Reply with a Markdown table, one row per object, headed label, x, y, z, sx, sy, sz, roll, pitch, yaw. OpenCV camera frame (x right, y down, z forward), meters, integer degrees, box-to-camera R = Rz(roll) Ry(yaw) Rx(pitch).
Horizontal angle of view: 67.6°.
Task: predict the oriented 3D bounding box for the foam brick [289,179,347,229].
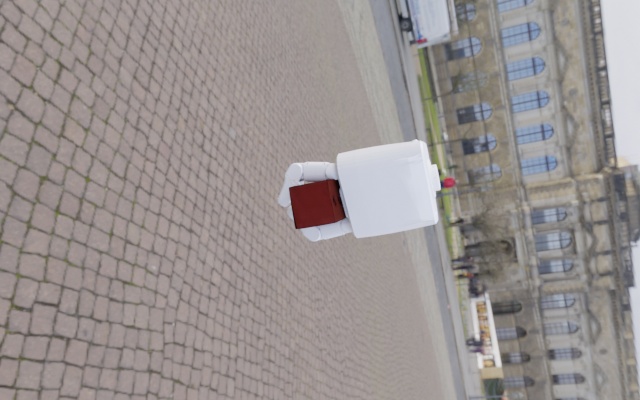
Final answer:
| label | x | y | z | sx | sy | sz | roll | pitch | yaw |
| --- | --- | --- | --- | --- | --- | --- | --- | --- | --- |
| foam brick | 0.000 | 0.002 | 0.596 | 0.051 | 0.053 | 0.078 | -10 | 3 | 17 |
